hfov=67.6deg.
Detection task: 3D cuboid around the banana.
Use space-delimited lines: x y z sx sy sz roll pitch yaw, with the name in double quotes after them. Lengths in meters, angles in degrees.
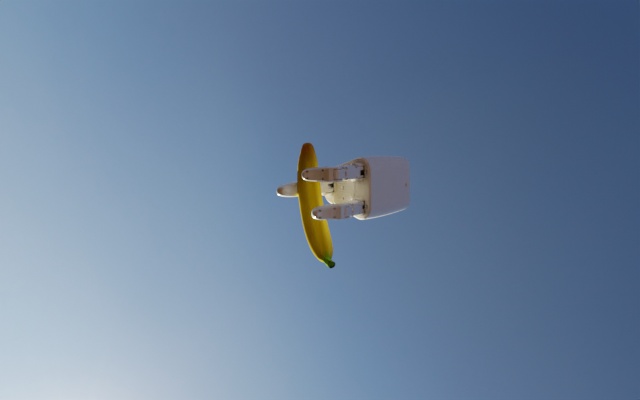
-0.007 0.011 0.742 0.037 0.197 0.070 -6 -15 -28 "banana"
